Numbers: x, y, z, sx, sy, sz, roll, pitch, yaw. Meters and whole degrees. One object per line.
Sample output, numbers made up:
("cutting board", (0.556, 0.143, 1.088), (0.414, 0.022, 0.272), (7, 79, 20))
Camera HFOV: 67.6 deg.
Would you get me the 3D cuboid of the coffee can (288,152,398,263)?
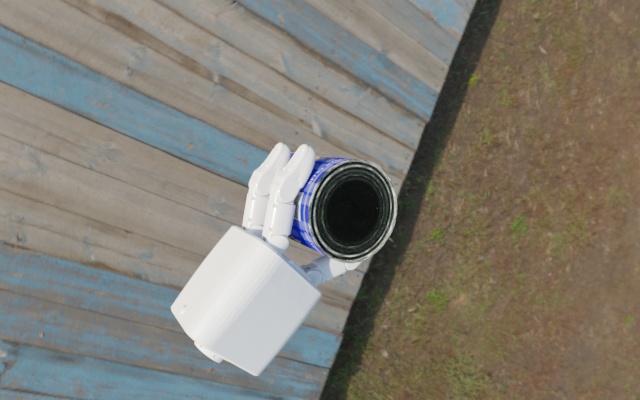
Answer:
("coffee can", (0.000, 0.002, 0.520), (0.103, 0.103, 0.140), (0, 7, -29))
